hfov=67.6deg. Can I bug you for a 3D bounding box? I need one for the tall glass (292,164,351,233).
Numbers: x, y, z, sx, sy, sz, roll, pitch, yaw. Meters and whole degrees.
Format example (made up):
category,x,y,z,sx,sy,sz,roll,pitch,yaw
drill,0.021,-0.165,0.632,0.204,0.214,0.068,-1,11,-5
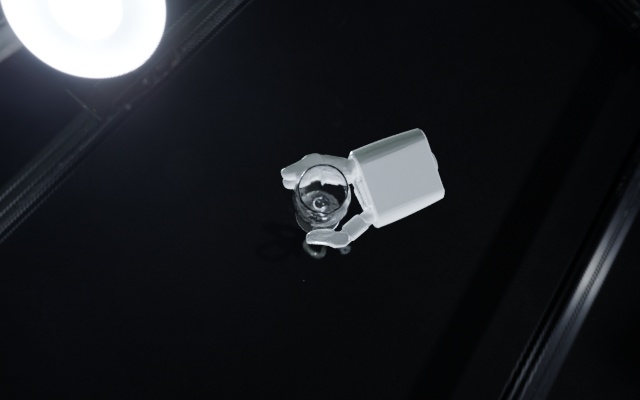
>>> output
category,x,y,z,sx,sy,sz,roll,pitch,yaw
tall glass,0.000,0.002,0.673,0.079,0.079,0.201,0,-9,-2
